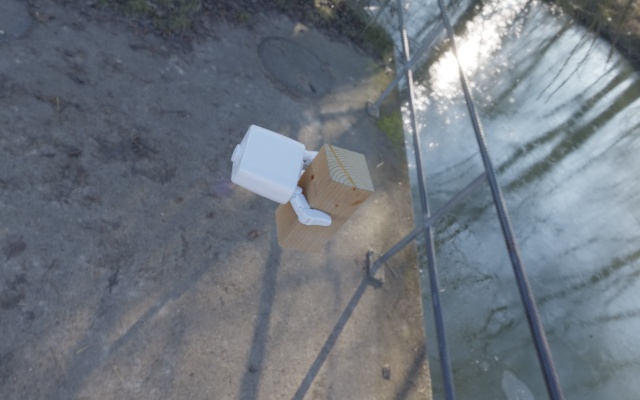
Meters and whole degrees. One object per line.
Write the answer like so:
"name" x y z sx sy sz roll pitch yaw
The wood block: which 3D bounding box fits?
"wood block" 0.000 0.003 0.899 0.090 0.090 0.206 13 -43 -27
